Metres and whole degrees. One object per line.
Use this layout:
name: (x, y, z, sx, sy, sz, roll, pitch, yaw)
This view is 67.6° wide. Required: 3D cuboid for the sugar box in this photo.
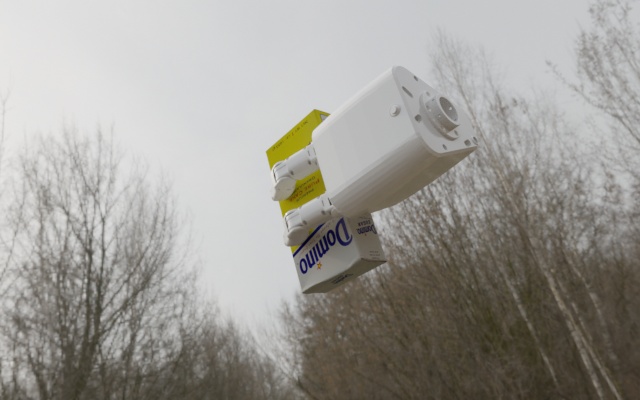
sugar box: (0.000, 0.001, 0.514, 0.048, 0.176, 0.093, 10, -34, -43)
